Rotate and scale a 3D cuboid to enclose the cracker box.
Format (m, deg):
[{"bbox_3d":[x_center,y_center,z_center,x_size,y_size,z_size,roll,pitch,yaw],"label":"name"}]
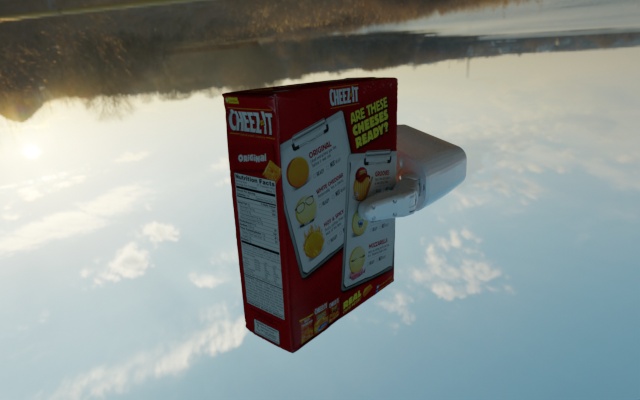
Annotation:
[{"bbox_3d":[0.000,0.002,0.439,0.072,0.214,0.164,12,22,38],"label":"cracker box"}]
